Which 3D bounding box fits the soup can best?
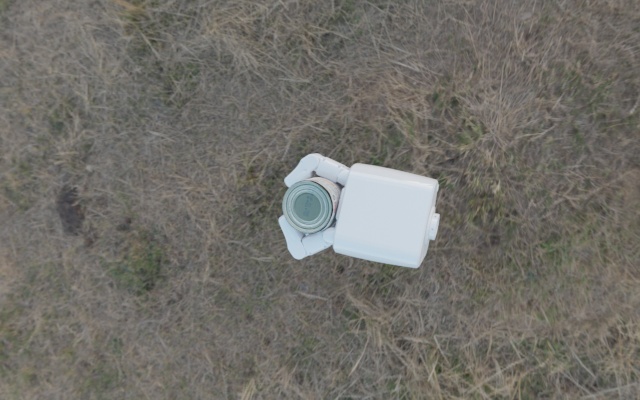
[{"bbox_3d":[0.000,0.002,0.624,0.068,0.068,0.102,0,8,20],"label":"soup can"}]
